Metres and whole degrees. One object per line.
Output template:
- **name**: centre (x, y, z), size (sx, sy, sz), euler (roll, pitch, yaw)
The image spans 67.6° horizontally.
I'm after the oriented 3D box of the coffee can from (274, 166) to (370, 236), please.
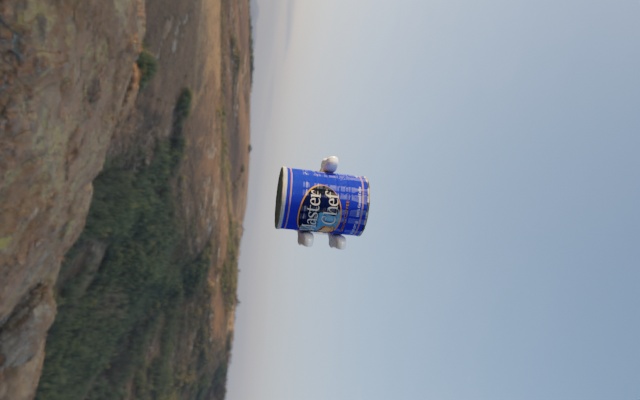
- **coffee can**: centre (0.000, 0.002, 0.788), size (0.140, 0.103, 0.103), euler (6, -1, -10)
